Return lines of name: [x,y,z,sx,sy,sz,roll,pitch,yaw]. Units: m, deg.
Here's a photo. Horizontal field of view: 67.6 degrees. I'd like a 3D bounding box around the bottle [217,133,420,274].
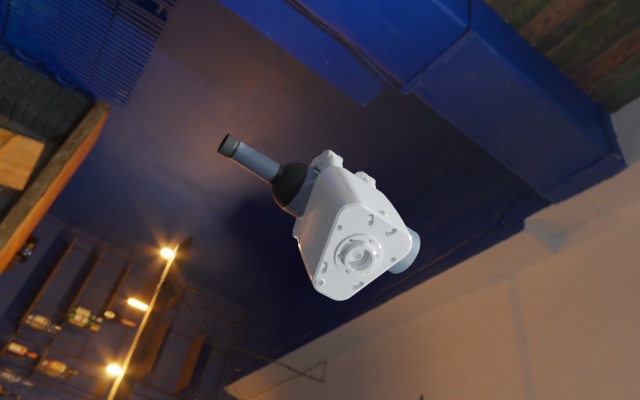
bottle: [0.000,0.002,0.626,0.296,0.069,0.069,31,-12,-21]
